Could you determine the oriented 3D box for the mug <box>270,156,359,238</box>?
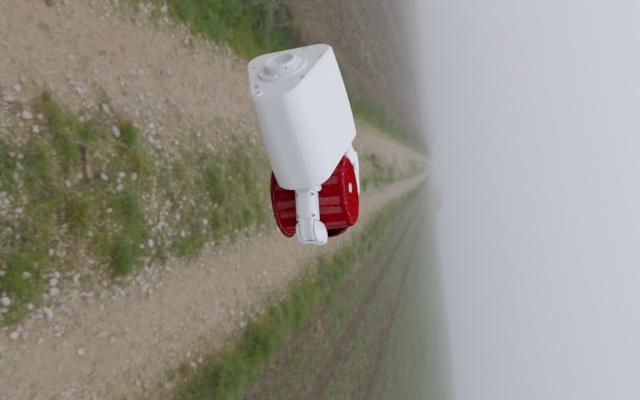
[{"bbox_3d":[0.001,0.003,0.559,0.081,0.117,0.093,-7,41,15],"label":"mug"}]
